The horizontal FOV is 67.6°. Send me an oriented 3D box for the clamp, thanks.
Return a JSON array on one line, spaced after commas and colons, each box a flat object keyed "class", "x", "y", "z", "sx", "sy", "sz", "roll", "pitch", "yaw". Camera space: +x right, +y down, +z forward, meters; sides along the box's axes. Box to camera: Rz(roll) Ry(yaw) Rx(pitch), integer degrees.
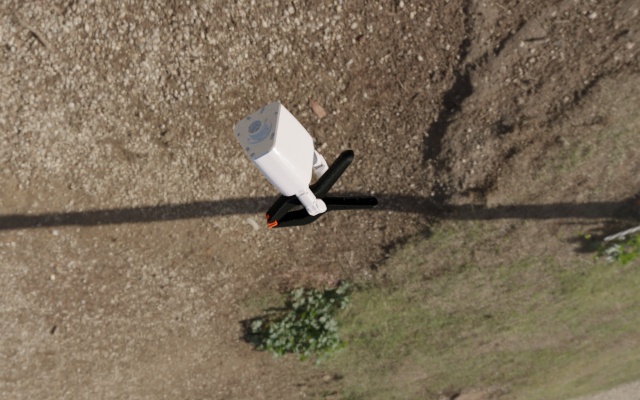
[{"class": "clamp", "x": 0.000, "y": 0.004, "z": 0.883, "sx": 0.210, "sy": 0.036, "sz": 0.165, "roll": -28, "pitch": -42, "yaw": 14}]
